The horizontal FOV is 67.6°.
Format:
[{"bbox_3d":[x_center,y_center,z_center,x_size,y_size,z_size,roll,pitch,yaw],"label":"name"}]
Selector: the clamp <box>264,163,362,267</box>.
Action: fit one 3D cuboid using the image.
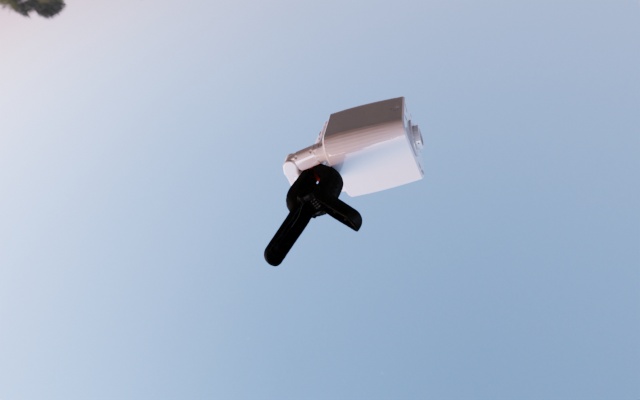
[{"bbox_3d":[0.000,0.002,0.577,0.120,0.039,0.171,-15,36,21],"label":"clamp"}]
